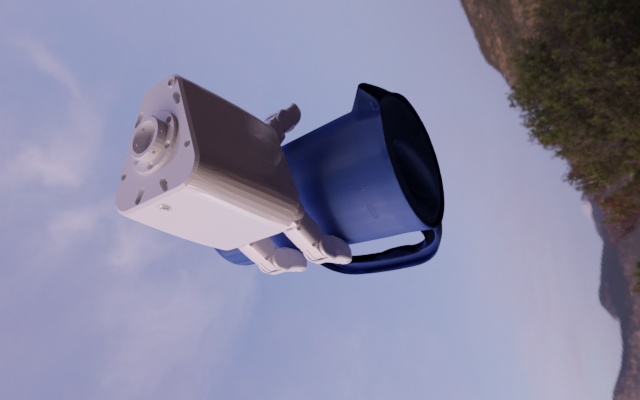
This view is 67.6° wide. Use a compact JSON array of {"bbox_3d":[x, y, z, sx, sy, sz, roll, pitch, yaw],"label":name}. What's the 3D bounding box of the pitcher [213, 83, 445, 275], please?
[{"bbox_3d":[0.000,0.002,0.501,0.243,0.149,0.145,-19,-25,31],"label":"pitcher"}]
